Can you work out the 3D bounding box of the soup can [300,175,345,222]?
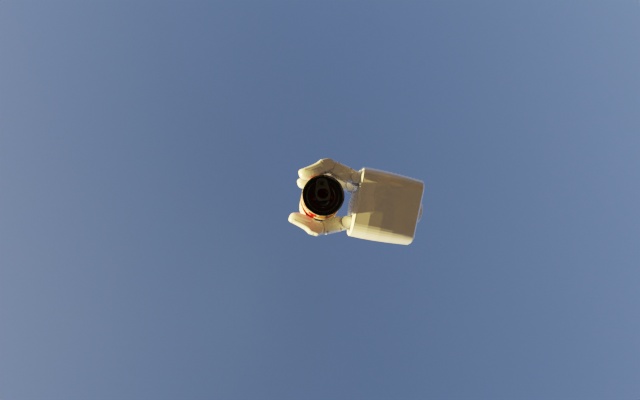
[{"bbox_3d":[0.000,0.003,0.803,0.068,0.068,0.102,0,-13,-5],"label":"soup can"}]
